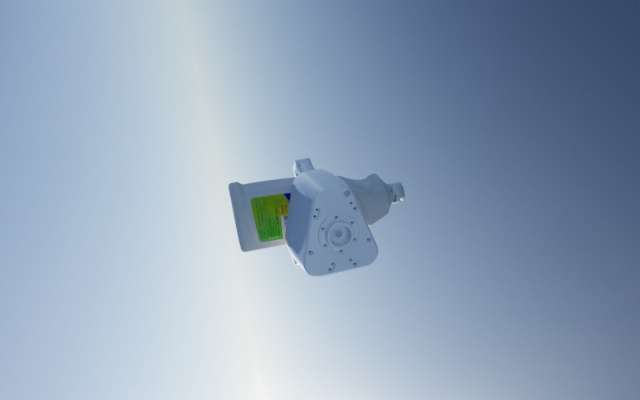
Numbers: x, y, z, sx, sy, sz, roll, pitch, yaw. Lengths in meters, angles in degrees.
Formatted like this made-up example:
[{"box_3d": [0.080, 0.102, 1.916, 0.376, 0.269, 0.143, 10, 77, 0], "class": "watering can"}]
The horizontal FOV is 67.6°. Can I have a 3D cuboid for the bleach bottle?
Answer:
[{"box_3d": [0.000, 0.002, 0.694, 0.251, 0.102, 0.068, -11, 15, -11], "class": "bleach bottle"}]
